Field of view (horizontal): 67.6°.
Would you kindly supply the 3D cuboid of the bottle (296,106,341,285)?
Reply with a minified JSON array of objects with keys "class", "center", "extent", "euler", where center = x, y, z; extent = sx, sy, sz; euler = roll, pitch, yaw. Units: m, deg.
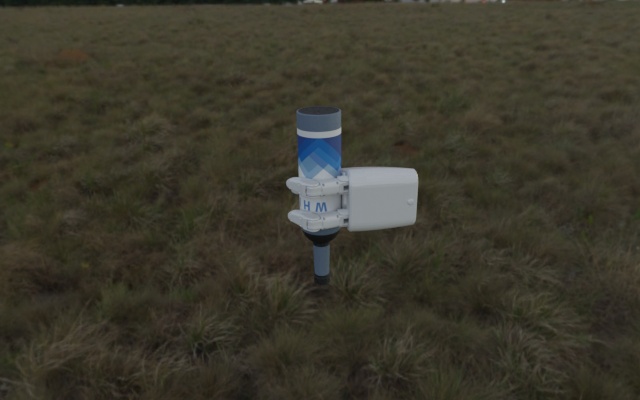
[{"class":"bottle","center":[0.000,0.002,0.764],"extent":[0.069,0.296,0.069],"euler":[-1,23,0]}]
